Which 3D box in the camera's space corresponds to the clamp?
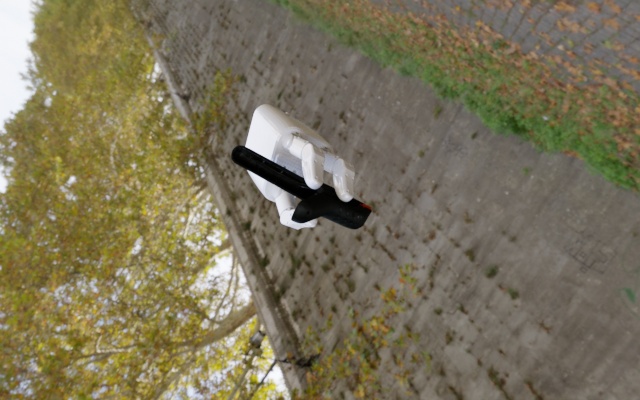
[{"bbox_3d":[0.000,0.003,0.610,0.210,0.036,0.164,22,15,-38],"label":"clamp"}]
